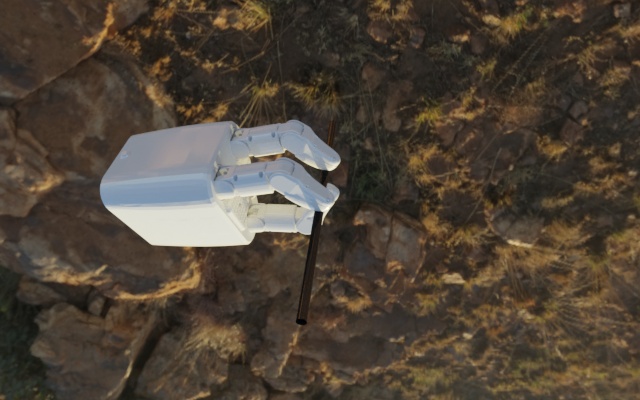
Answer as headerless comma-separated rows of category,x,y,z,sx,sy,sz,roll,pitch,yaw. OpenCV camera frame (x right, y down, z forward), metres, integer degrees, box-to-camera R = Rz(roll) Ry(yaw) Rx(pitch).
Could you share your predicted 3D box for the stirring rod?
stirring rod,0.000,0.001,0.415,0.011,0.011,0.239,0,43,9
